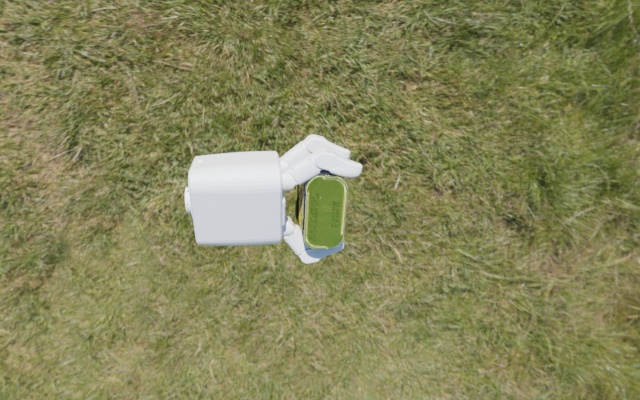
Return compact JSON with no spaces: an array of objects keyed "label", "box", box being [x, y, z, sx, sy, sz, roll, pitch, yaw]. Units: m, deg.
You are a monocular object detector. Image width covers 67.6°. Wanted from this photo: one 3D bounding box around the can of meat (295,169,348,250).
[{"label":"can of meat","box":[0.000,0.002,0.614,0.057,0.102,0.084,0,20,-8]}]
